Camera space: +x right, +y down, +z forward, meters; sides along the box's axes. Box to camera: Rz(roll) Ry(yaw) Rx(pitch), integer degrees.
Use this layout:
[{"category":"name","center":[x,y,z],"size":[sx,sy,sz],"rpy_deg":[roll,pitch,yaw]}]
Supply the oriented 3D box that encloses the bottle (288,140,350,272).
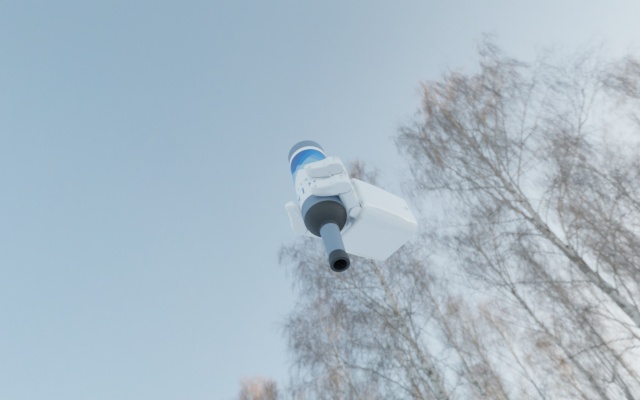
[{"category":"bottle","center":[0.000,0.002,0.744],"size":[0.069,0.069,0.295],"rpy_deg":[0,34,-12]}]
